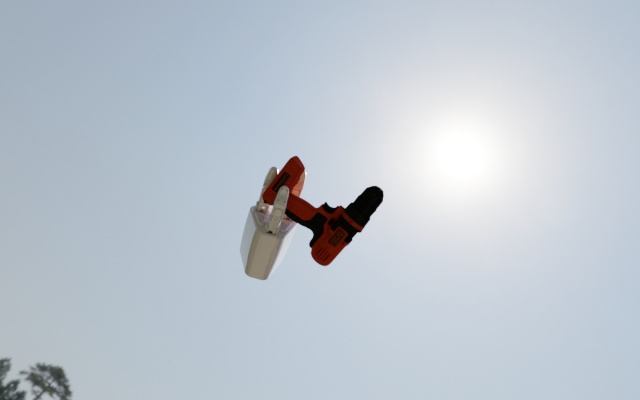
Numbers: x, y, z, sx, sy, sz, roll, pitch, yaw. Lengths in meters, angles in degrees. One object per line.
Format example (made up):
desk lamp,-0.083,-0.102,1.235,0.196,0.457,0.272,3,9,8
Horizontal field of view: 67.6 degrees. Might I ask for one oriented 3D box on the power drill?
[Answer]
power drill,0.000,0.003,0.892,0.187,0.184,0.057,41,10,6
